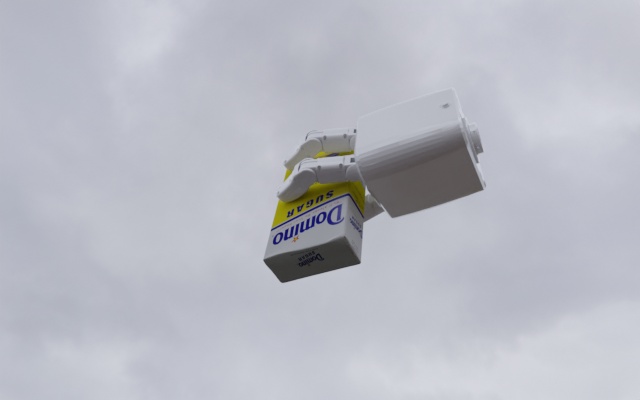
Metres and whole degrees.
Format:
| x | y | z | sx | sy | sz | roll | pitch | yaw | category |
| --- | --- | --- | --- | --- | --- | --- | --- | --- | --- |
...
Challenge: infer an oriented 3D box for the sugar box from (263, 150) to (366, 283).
| x | y | z | sx | sy | sz | roll | pitch | yaw | category |
| --- | --- | --- | --- | --- | --- | --- | --- | --- | --- |
| 0.000 | 0.001 | 0.525 | 0.093 | 0.048 | 0.176 | -18 | 35 | 22 | sugar box |
